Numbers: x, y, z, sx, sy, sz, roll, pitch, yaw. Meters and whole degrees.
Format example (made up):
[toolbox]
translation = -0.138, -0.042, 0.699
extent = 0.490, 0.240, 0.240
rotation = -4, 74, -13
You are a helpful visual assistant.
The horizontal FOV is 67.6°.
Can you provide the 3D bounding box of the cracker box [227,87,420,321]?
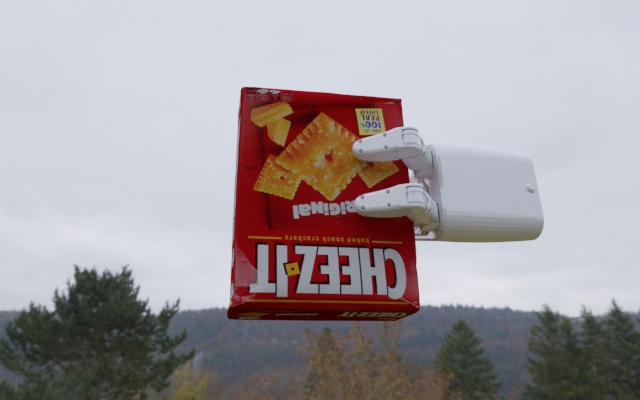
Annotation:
[cracker box]
translation = 0.000, 0.001, 0.454
extent = 0.164, 0.213, 0.072
rotation = 3, -22, -10
